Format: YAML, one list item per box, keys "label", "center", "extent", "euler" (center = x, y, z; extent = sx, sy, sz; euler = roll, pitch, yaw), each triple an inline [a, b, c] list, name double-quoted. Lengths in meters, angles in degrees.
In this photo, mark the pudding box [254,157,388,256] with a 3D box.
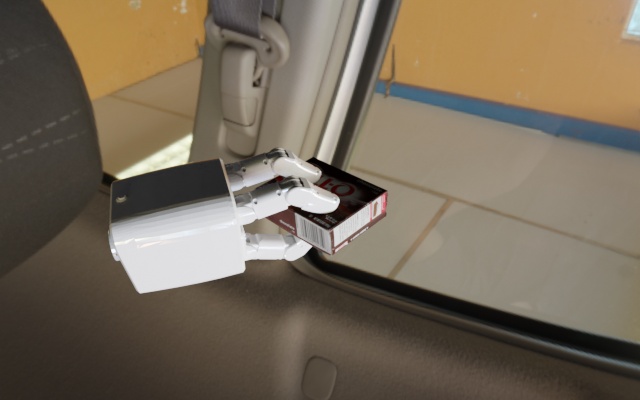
- label: "pudding box"
  center: [0.000, 0.002, 0.505]
  extent: [0.113, 0.039, 0.090]
  euler: [29, 47, 34]
